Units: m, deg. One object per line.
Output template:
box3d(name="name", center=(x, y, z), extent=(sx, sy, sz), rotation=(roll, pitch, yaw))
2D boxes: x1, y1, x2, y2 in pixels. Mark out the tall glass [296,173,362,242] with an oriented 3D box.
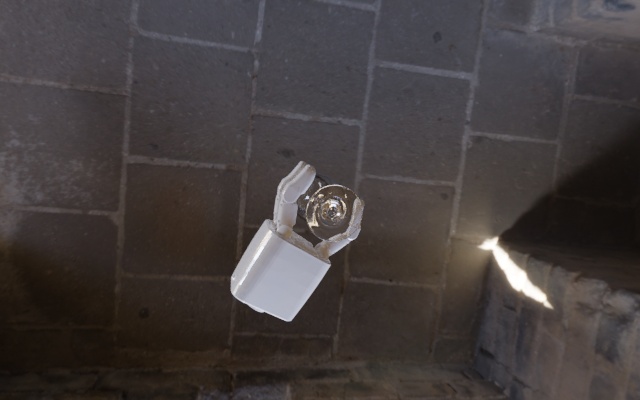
box3d(name="tall glass", center=(0.000, 0.002, 0.707), extent=(0.079, 0.079, 0.201), rotation=(0, 9, -10))
